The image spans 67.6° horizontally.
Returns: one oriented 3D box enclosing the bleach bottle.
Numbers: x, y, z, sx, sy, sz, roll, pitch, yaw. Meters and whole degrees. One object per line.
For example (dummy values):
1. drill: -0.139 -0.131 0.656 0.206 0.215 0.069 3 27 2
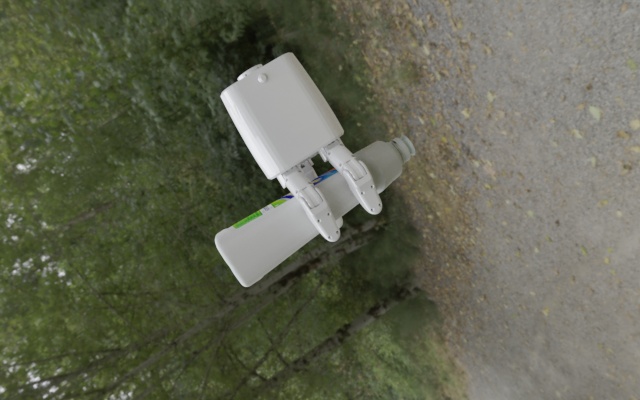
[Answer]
1. bleach bottle: 0.000 0.002 0.560 0.251 0.068 0.102 -33 7 -9
